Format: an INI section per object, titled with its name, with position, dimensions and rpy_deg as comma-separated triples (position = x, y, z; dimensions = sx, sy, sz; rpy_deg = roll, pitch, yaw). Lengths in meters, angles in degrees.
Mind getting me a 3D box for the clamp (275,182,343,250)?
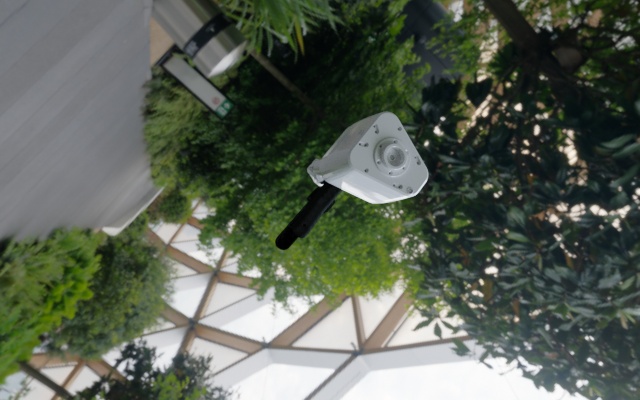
[clamp]
position = 0.001, 0.003, 0.698
dimensions = 0.039, 0.171, 0.120
rpy_deg = 41, -14, -10
